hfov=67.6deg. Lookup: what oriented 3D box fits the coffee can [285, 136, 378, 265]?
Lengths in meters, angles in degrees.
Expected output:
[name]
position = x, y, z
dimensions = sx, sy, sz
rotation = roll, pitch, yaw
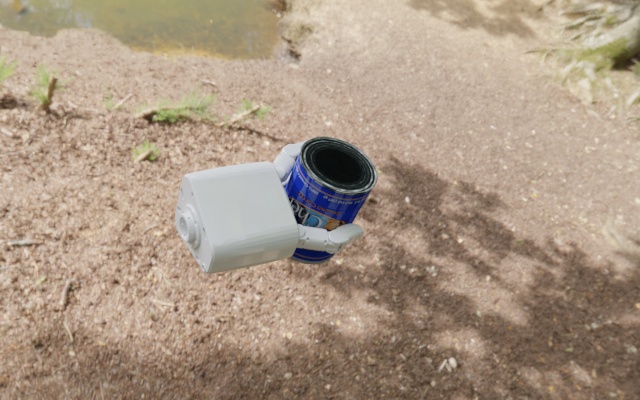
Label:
[coffee can]
position = 0.000, 0.002, 0.629
dimensions = 0.103, 0.102, 0.140
rotation = 0, -43, -27
